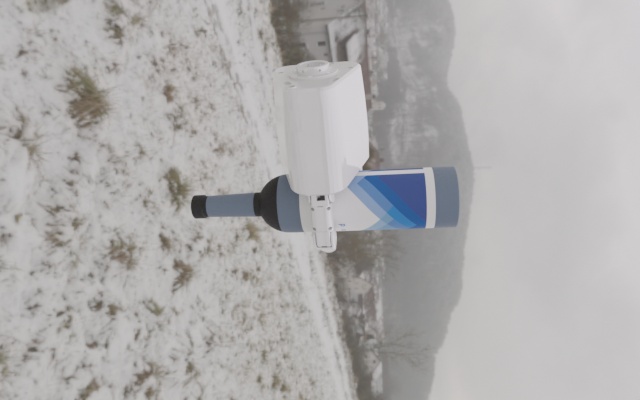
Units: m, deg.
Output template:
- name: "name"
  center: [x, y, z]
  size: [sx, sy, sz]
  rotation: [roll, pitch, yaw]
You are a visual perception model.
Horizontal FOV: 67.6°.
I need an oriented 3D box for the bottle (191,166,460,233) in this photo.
- name: "bottle"
  center: [0.000, 0.002, 0.537]
  size: [0.296, 0.069, 0.069]
  rotation: [-2, 0, 7]
